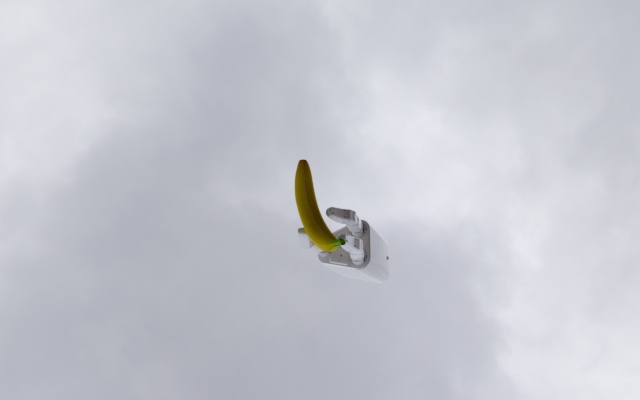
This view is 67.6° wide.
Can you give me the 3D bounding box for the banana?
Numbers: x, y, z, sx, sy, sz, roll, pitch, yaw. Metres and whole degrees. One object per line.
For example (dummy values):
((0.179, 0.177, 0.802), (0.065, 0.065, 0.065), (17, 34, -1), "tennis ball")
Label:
((-0.009, 0.017, 0.822), (0.037, 0.197, 0.070), (12, -50, -42), "banana")
